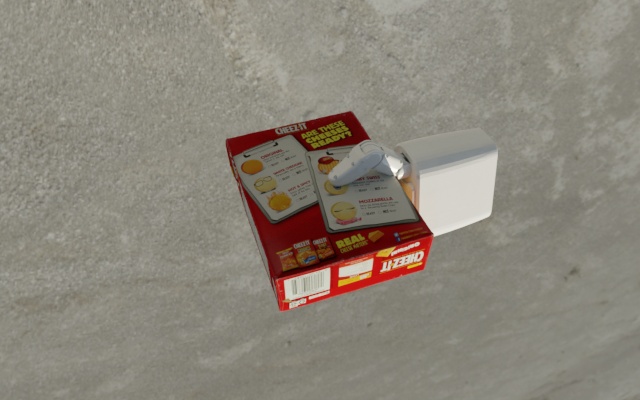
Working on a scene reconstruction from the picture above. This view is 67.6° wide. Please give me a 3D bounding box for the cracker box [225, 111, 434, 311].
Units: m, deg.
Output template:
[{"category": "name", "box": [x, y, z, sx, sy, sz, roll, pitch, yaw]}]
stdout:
[{"category": "cracker box", "box": [0.000, 0.002, 0.535, 0.164, 0.072, 0.213, -15, 48, -14]}]
